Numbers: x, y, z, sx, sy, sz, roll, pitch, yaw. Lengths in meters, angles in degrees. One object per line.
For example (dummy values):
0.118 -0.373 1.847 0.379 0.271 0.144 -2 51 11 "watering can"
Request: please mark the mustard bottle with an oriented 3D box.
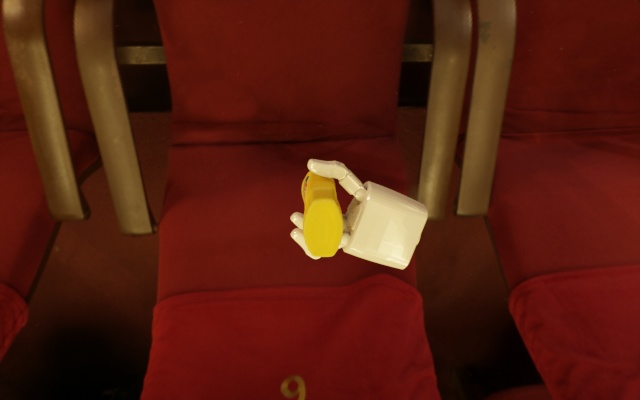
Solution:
0.000 0.003 0.757 0.058 0.096 0.191 -2 25 -2 "mustard bottle"
